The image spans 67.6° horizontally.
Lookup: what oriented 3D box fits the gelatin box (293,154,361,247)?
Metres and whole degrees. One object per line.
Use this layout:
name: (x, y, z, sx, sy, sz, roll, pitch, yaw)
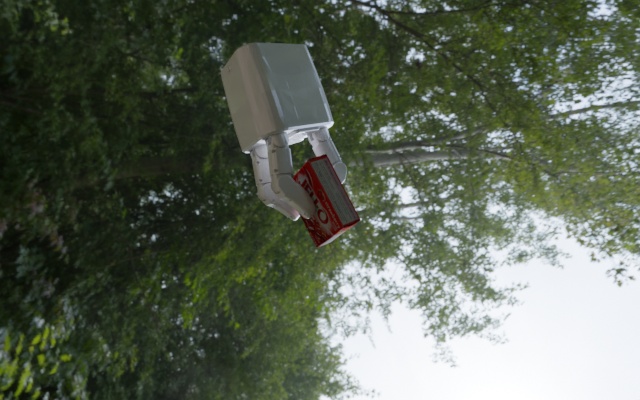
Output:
gelatin box: (0.001, 0.002, 0.560, 0.030, 0.089, 0.073, -21, -12, -32)
